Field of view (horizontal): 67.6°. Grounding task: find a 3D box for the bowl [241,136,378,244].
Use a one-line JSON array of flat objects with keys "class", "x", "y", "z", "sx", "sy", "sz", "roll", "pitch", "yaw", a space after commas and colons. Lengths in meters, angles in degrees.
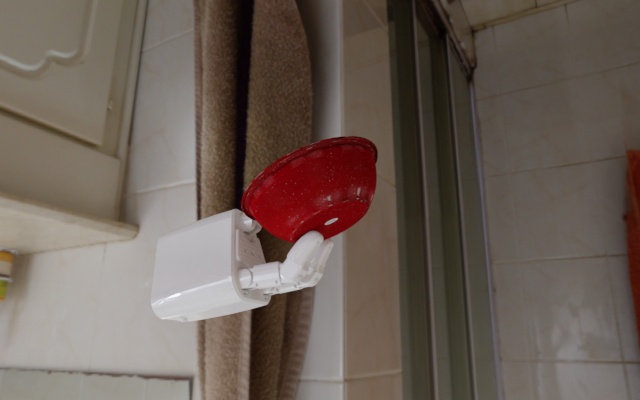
[{"class": "bowl", "x": 0.001, "y": 0.001, "z": 0.513, "sx": 0.162, "sy": 0.055, "sz": 0.162, "roll": -22, "pitch": -23, "yaw": -10}]
